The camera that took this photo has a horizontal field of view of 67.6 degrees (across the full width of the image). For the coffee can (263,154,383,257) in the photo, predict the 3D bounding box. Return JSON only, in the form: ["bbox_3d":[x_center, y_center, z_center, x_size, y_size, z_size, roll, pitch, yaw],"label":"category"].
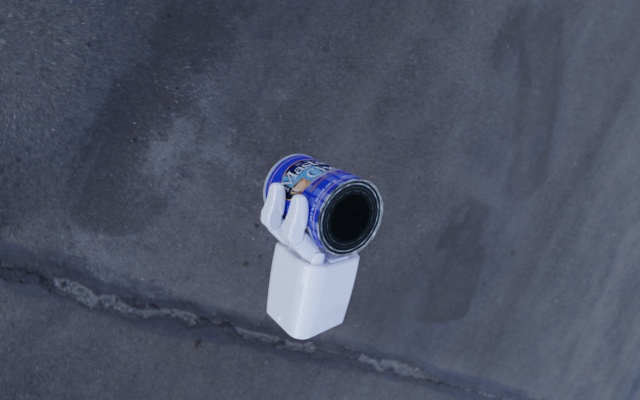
[{"bbox_3d":[0.000,0.002,0.644,0.103,0.103,0.140,0,17,-36],"label":"coffee can"}]
